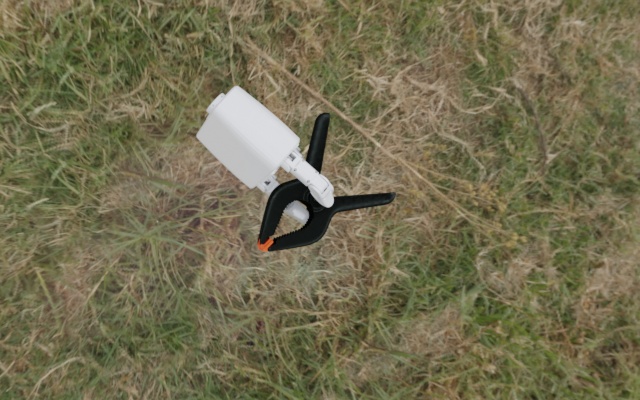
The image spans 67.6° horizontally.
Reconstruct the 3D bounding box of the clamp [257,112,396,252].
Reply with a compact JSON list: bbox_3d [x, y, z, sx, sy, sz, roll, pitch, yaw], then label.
[{"bbox_3d":[0.000,0.002,0.672,0.164,0.210,0.036,42,-14,-10],"label":"clamp"}]
